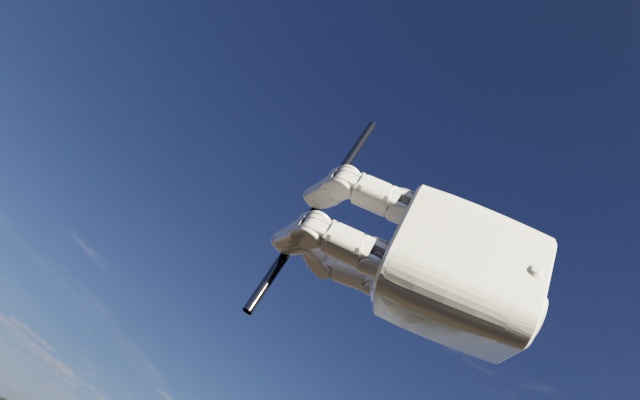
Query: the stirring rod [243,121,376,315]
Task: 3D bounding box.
[{"bbox_3d":[0.000,0.002,0.421,0.011,0.011,0.239,0,42,37],"label":"stirring rod"}]
